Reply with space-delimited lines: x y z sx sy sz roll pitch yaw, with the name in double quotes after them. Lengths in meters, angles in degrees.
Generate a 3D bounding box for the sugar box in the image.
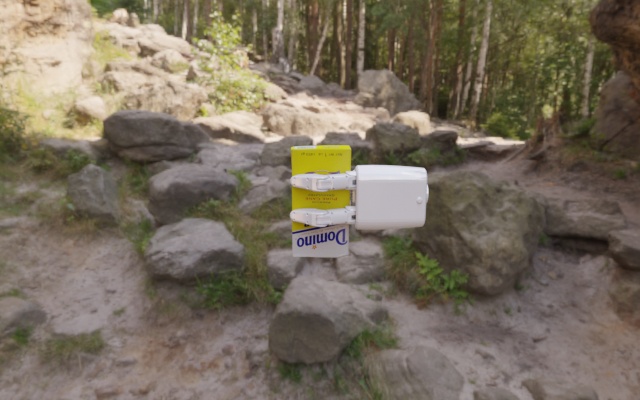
0.000 0.002 0.756 0.093 0.176 0.048 -1 13 -1 "sugar box"
